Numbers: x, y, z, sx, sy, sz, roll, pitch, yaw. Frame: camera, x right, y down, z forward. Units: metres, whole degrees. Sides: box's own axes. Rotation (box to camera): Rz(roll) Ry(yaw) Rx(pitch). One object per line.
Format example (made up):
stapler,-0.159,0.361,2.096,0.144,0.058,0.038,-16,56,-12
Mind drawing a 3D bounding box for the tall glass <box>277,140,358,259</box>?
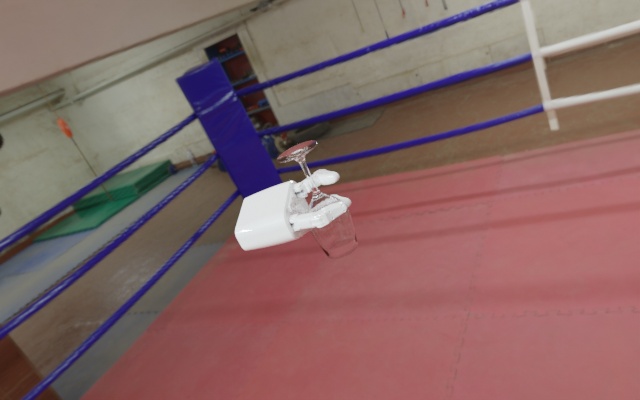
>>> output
tall glass,0.000,0.002,0.822,0.079,0.201,0.079,-22,21,9
